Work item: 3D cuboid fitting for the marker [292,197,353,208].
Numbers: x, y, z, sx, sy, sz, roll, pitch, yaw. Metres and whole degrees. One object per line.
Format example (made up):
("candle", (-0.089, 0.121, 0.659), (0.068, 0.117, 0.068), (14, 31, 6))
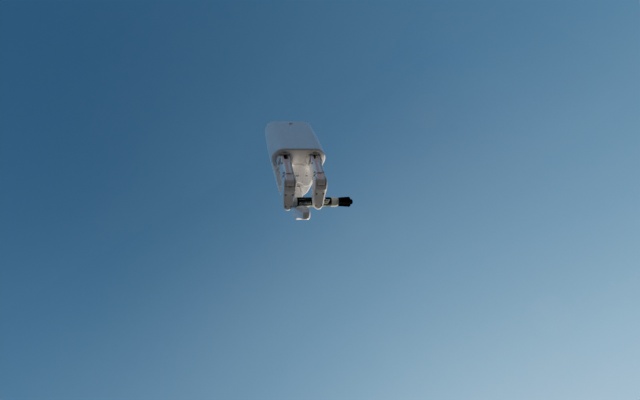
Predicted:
("marker", (0.000, 0.003, 0.858), (0.121, 0.020, 0.020), (-1, 0, -17))
